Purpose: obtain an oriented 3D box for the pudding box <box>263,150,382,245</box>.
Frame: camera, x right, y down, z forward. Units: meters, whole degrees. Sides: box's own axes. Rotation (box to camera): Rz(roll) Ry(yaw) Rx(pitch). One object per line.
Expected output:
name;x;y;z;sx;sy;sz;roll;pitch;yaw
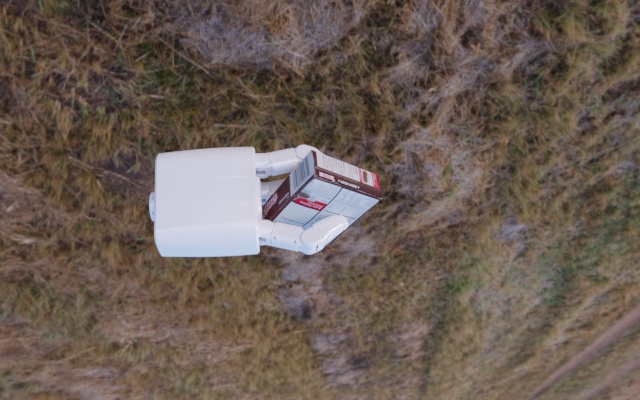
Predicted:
pudding box;0.000;0.002;0.537;0.090;0.039;0.113;17;-40;-28
